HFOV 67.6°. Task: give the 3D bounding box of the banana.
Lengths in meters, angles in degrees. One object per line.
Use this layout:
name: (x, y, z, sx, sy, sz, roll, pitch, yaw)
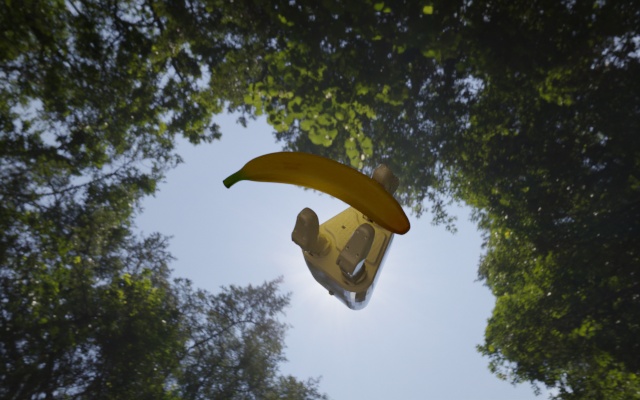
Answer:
banana: (0.002, -0.015, 0.503, 0.198, 0.069, 0.037, 14, -27, 10)
